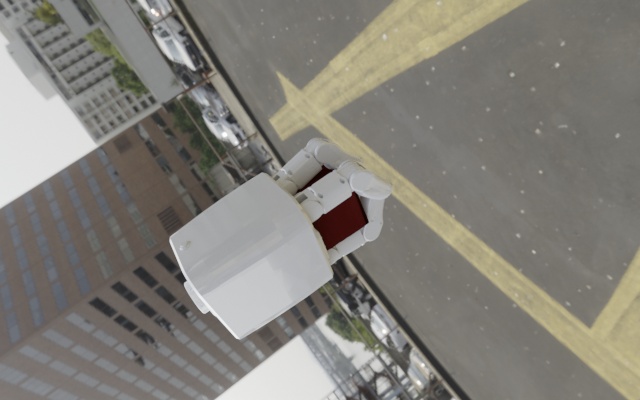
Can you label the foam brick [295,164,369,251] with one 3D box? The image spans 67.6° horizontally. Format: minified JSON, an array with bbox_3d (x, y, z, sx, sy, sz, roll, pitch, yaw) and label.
[{"bbox_3d":[0.000,0.001,0.463,0.051,0.053,0.078,-32,31,-12],"label":"foam brick"}]
